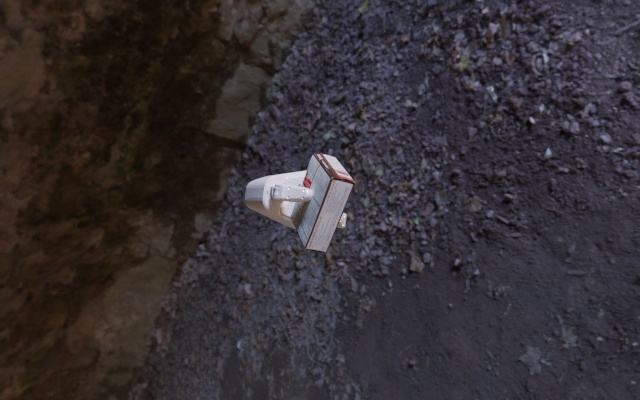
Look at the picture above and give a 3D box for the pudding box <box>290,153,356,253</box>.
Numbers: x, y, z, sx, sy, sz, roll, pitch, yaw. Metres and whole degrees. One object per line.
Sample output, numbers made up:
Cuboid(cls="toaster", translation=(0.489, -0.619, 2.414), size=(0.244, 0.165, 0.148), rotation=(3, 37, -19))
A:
Cuboid(cls="pudding box", translation=(0.000, 0.002, 0.662), size=(0.039, 0.113, 0.090), rotation=(9, 24, -23))
